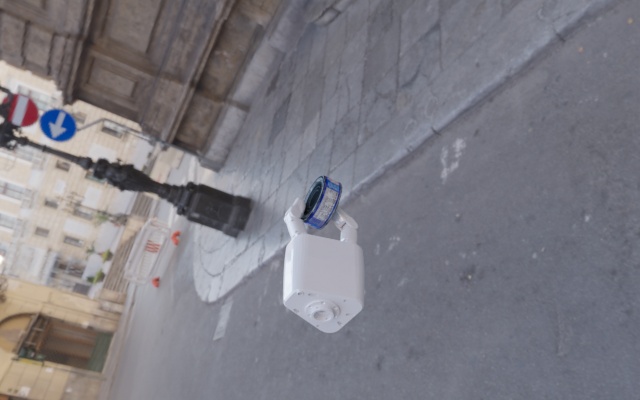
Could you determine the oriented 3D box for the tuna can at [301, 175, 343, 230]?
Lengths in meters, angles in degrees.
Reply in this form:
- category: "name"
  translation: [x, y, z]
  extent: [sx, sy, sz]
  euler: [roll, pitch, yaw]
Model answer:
- category: "tuna can"
  translation: [0.000, 0.002, 0.785]
  extent: [0.034, 0.086, 0.086]
  euler: [25, -7, -16]
